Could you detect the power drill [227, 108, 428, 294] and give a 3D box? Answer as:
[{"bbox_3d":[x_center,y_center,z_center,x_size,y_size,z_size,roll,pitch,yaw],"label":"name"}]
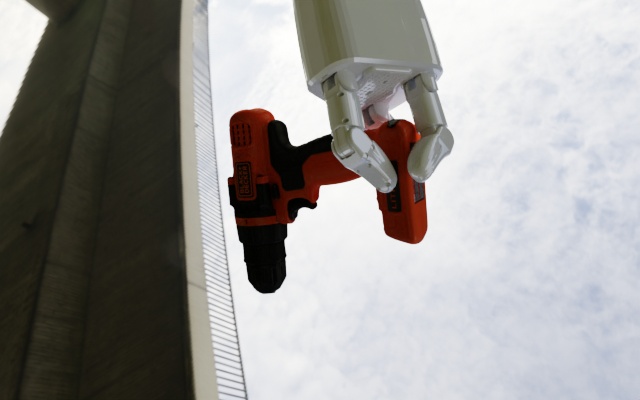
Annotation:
[{"bbox_3d":[0.000,0.001,0.441,0.187,0.184,0.057,-1,10,25],"label":"power drill"}]
